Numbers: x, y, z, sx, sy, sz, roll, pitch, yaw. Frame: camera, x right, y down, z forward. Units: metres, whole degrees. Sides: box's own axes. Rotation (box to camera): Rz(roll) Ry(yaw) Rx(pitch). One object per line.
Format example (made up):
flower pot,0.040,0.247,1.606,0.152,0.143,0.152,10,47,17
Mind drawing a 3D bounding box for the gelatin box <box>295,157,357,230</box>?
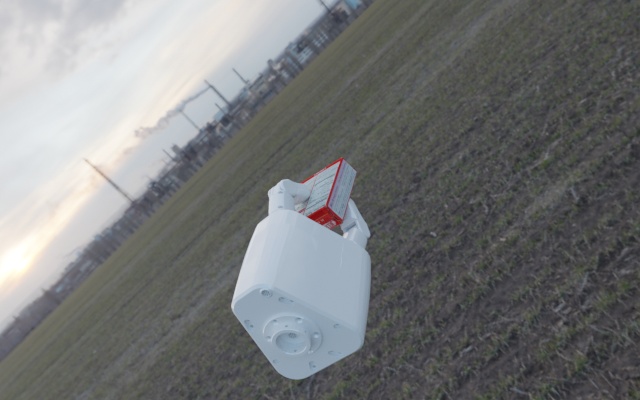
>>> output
gelatin box,0.000,0.001,0.543,0.030,0.089,0.073,42,-49,-22
